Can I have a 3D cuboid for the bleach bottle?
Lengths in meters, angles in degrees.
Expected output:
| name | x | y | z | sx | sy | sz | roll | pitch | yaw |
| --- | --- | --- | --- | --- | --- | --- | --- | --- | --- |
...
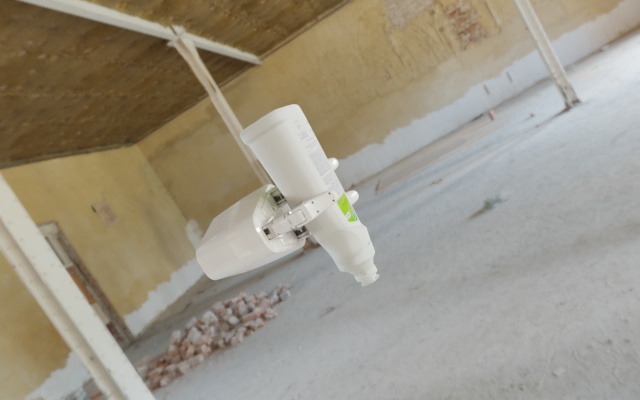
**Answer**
| name | x | y | z | sx | sy | sz | roll | pitch | yaw |
| --- | --- | --- | --- | --- | --- | --- | --- | --- | --- |
| bleach bottle | 0.000 | 0.002 | 0.615 | 0.068 | 0.251 | 0.102 | -28 | 7 | 22 |
